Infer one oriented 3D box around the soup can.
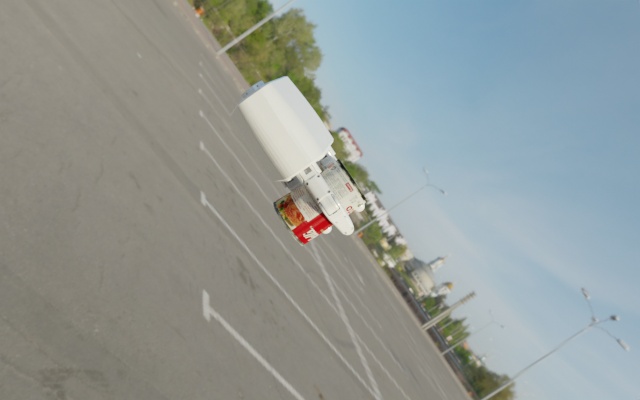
[{"bbox_3d":[0.001,0.002,0.612,0.102,0.068,0.068,-34,-3,4],"label":"soup can"}]
